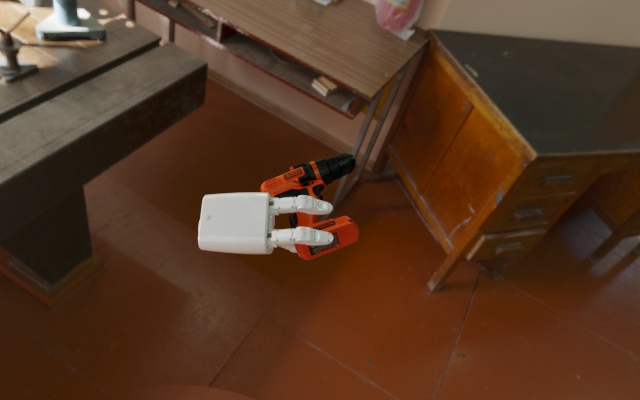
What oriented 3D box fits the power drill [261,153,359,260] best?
[{"bbox_3d":[0.000,0.003,0.833,0.184,0.057,0.187,-22,45,-2],"label":"power drill"}]
